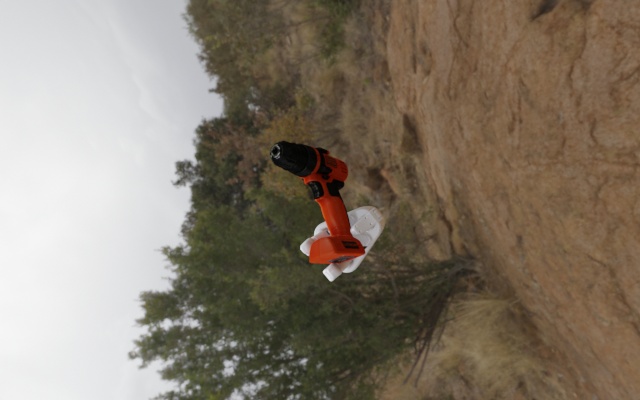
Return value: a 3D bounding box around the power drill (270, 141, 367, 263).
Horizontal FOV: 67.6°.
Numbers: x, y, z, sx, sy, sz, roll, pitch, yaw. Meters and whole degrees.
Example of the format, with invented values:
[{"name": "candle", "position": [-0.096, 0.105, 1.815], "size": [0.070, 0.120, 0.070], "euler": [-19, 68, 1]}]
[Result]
[{"name": "power drill", "position": [0.000, 0.003, 0.750], "size": [0.057, 0.187, 0.184], "euler": [-23, -19, 31]}]
